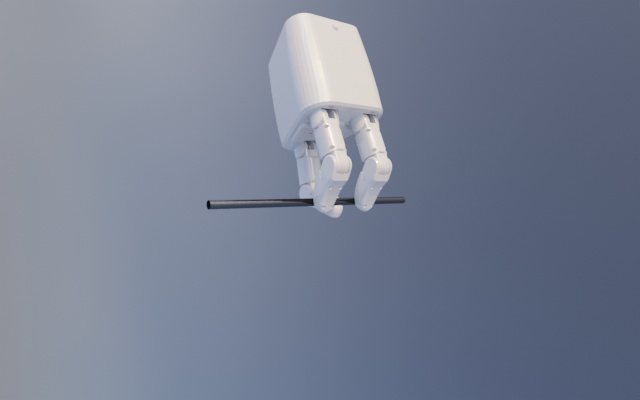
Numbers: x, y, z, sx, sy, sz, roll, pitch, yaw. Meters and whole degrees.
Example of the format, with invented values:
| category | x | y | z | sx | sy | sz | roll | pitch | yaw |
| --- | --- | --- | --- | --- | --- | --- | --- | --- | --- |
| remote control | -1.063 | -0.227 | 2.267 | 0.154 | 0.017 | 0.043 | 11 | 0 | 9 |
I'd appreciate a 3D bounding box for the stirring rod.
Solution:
| category | x | y | z | sx | sy | sz | roll | pitch | yaw |
| --- | --- | --- | --- | --- | --- | --- | --- | --- | --- |
| stirring rod | 0.000 | 0.002 | 0.479 | 0.239 | 0.011 | 0.011 | -1 | 1 | -38 |
